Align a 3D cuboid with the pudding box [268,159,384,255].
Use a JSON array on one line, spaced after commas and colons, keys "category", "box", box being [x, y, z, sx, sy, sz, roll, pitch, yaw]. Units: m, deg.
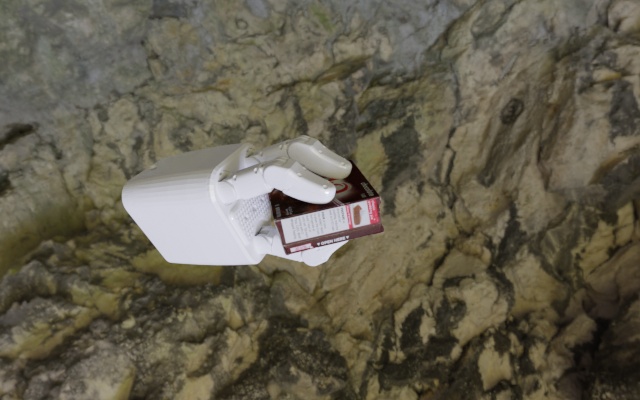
[{"category": "pudding box", "box": [0.000, 0.002, 0.439, 0.090, 0.039, 0.113, -14, 25, -5]}]
